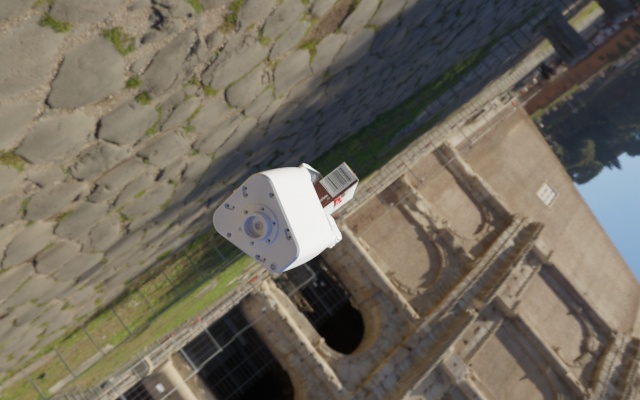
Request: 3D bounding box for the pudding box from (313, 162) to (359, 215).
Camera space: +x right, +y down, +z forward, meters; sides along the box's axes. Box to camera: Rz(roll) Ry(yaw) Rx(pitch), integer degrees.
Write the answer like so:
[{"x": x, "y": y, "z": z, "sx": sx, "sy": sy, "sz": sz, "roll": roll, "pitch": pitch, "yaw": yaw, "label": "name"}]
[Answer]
[{"x": 0.000, "y": 0.002, "z": 0.700, "sx": 0.113, "sy": 0.039, "sz": 0.090, "roll": -36, "pitch": -10, "yaw": -10, "label": "pudding box"}]
